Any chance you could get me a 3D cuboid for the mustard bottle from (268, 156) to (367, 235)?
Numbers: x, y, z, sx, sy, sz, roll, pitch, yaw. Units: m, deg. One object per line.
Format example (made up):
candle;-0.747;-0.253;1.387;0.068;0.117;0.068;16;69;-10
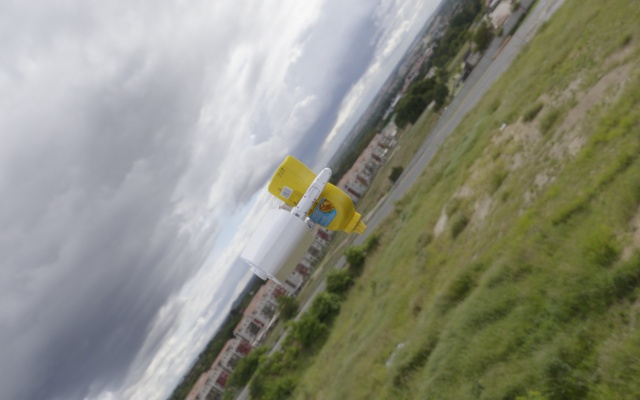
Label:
mustard bottle;0.000;0.002;0.868;0.191;0.058;0.096;34;-38;-1
